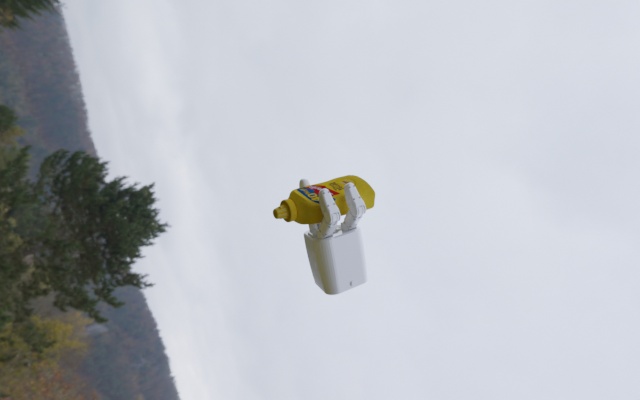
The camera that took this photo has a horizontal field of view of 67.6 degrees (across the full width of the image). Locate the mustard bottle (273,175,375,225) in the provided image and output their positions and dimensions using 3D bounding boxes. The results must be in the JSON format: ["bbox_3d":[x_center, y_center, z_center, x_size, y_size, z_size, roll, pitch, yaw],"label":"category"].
[{"bbox_3d":[0.000,0.002,0.875,0.191,0.058,0.096,-16,34,-31],"label":"mustard bottle"}]
